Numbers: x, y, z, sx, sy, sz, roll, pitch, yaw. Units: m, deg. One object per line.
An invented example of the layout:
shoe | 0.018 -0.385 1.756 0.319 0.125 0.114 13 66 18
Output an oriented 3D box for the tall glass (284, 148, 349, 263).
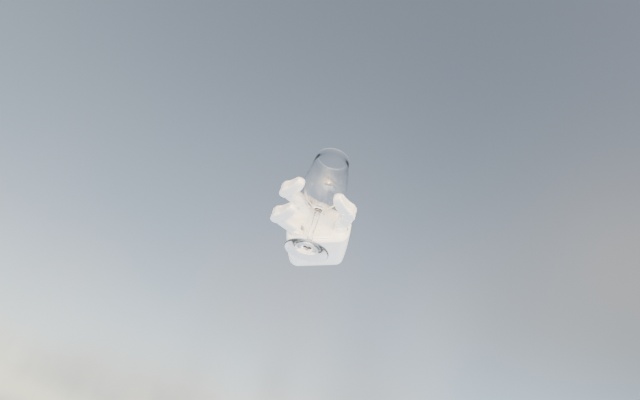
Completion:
tall glass | 0.000 0.003 0.830 0.079 0.201 0.079 11 -33 8
